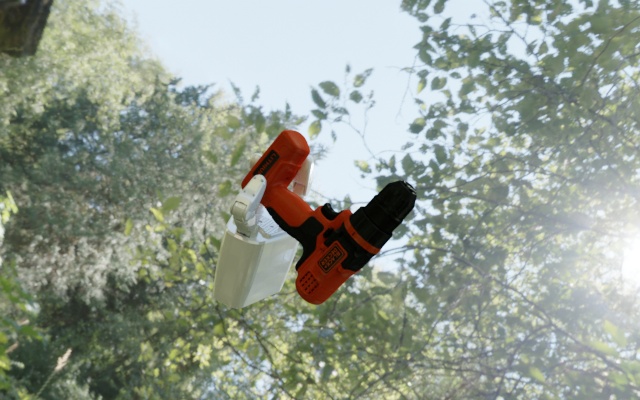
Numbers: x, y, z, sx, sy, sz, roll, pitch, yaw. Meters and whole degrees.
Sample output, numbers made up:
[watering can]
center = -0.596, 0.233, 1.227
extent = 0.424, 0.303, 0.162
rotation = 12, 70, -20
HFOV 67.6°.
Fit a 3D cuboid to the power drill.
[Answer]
[power drill]
center = 0.000, 0.002, 0.574
extent = 0.187, 0.184, 0.057
rotation = 50, 18, 26
